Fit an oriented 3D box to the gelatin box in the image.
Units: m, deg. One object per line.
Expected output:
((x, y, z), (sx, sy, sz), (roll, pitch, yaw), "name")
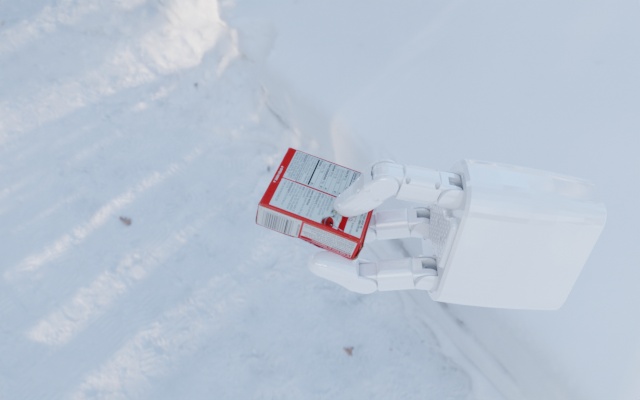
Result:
((0.000, 0.001, 0.401), (0.089, 0.073, 0.030), (20, -41, 2), "gelatin box")
